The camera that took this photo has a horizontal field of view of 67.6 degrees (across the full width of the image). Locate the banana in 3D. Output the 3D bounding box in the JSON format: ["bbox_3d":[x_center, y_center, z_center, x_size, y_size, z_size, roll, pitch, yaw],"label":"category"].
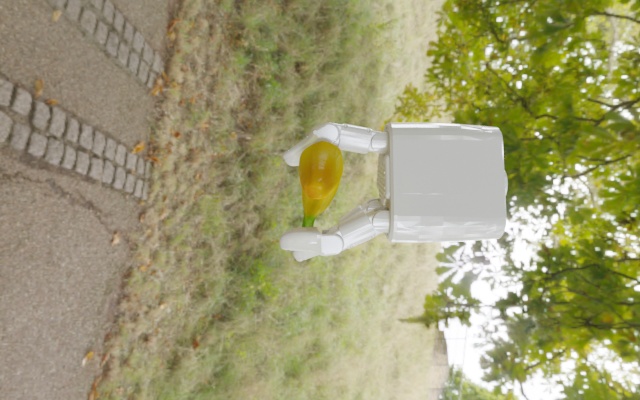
[{"bbox_3d":[0.001,-0.016,0.420,0.037,0.069,0.198,2,-12,-1],"label":"banana"}]
